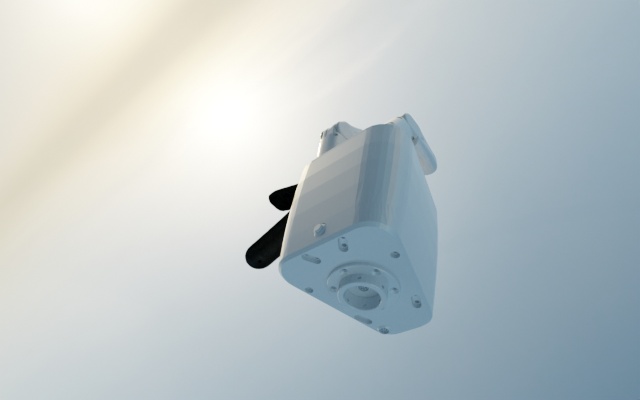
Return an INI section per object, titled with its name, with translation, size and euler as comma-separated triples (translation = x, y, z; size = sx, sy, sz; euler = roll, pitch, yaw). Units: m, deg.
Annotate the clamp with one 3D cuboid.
[clamp]
translation = 0.001, 0.002, 0.449
size = 0.171, 0.120, 0.039
euler = -28, -60, 32
